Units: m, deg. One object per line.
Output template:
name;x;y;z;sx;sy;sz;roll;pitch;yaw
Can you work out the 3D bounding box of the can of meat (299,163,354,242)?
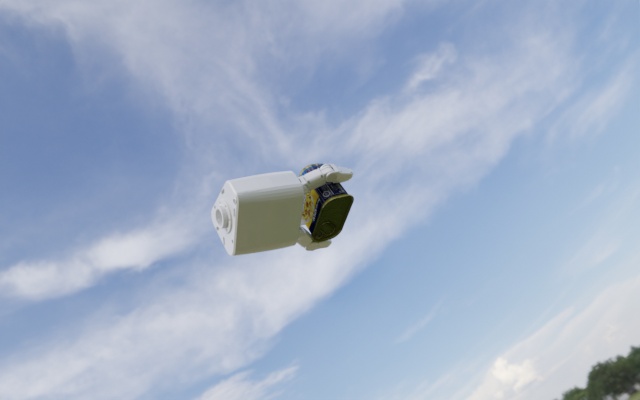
can of meat;0.000;0.002;0.775;0.057;0.102;0.084;-13;50;-30
